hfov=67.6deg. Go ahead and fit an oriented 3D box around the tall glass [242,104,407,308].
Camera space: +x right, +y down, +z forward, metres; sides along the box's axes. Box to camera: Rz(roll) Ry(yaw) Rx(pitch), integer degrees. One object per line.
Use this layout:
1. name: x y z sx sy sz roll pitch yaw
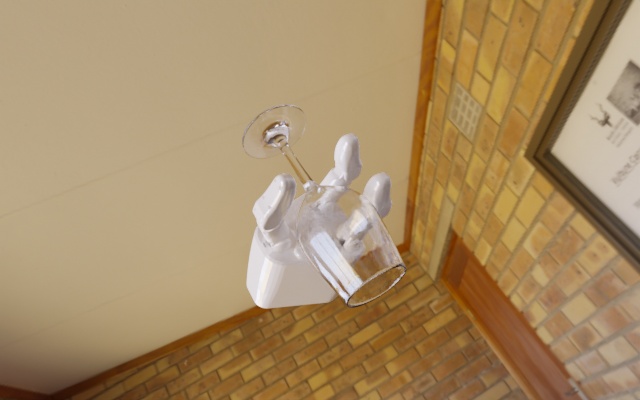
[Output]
1. tall glass: 0.000 0.001 0.456 0.079 0.201 0.079 -25 -29 -15
